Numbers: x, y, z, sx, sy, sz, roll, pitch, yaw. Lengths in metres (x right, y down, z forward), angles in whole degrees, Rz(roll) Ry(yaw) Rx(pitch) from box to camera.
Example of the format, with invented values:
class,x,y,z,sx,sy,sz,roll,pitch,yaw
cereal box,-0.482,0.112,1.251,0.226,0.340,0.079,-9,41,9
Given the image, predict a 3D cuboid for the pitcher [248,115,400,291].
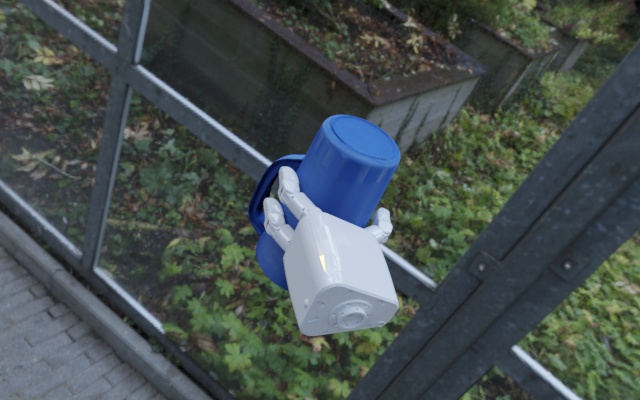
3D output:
class,x,y,z,sx,sy,sz,roll,pitch,yaw
pitcher,0.000,0.002,0.660,0.149,0.243,0.145,10,39,-24
